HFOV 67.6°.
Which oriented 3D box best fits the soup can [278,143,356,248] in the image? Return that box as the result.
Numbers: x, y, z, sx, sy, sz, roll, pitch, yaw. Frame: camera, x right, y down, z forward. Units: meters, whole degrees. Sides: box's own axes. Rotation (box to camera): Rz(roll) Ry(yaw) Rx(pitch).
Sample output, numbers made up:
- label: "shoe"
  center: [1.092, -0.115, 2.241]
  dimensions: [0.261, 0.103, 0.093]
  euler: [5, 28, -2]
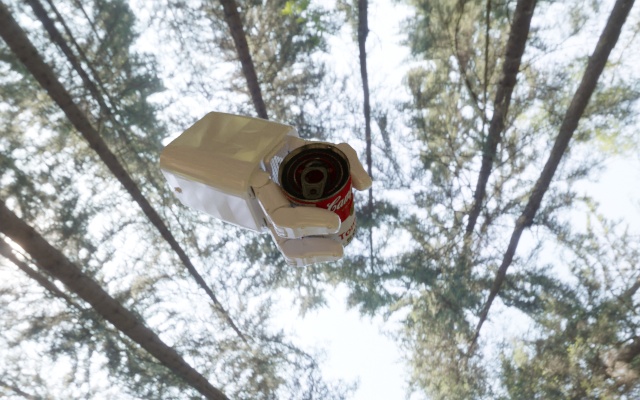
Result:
- label: "soup can"
  center: [0.001, 0.002, 0.479]
  dimensions: [0.068, 0.068, 0.102]
  euler: [0, -35, 9]
